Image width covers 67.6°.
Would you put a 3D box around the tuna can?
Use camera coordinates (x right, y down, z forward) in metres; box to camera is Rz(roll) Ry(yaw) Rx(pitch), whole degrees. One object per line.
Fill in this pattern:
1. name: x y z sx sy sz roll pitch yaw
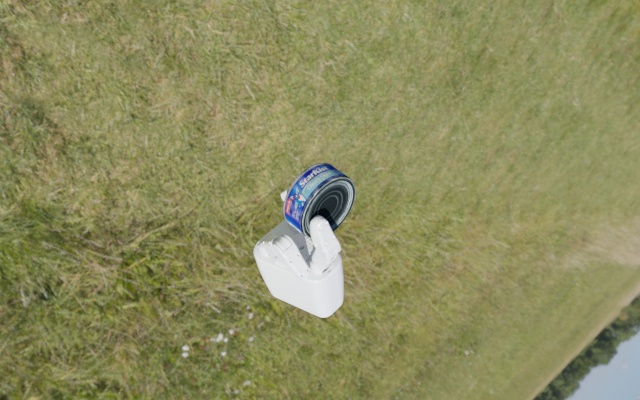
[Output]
1. tuna can: 0.000 0.002 0.553 0.033 0.086 0.086 37 23 34
